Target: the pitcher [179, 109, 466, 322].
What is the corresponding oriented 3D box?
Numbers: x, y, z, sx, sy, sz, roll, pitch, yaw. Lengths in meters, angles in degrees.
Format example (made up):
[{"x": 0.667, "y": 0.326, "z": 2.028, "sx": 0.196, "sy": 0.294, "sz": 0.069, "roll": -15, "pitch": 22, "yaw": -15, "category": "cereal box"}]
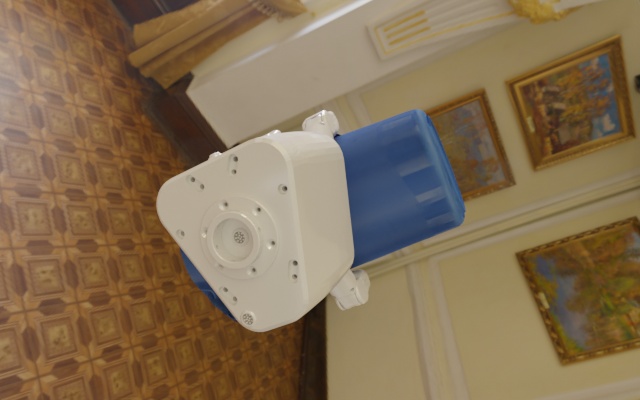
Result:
[{"x": 0.000, "y": 0.002, "z": 0.452, "sx": 0.243, "sy": 0.149, "sz": 0.145, "roll": -21, "pitch": 1, "yaw": 18, "category": "pitcher"}]
